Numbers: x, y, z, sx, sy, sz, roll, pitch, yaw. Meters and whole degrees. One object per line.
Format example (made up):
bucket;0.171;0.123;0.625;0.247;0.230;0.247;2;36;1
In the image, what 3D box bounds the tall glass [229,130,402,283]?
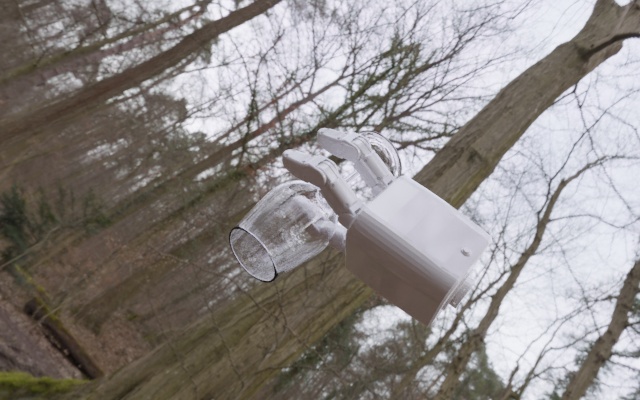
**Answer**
tall glass;0.000;0.001;0.497;0.079;0.079;0.201;0;29;48
